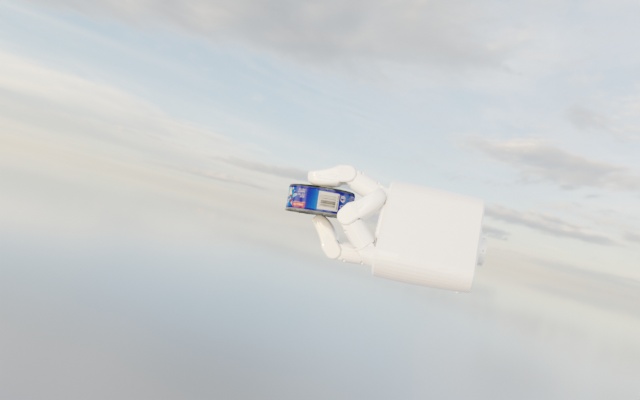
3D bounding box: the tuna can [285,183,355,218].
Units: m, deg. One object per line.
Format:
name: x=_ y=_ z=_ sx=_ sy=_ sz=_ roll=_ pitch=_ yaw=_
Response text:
tuna can: x=0.000 y=0.001 z=0.599 sx=0.086 sy=0.034 sz=0.086 roll=9 pitch=-4 yaw=1
